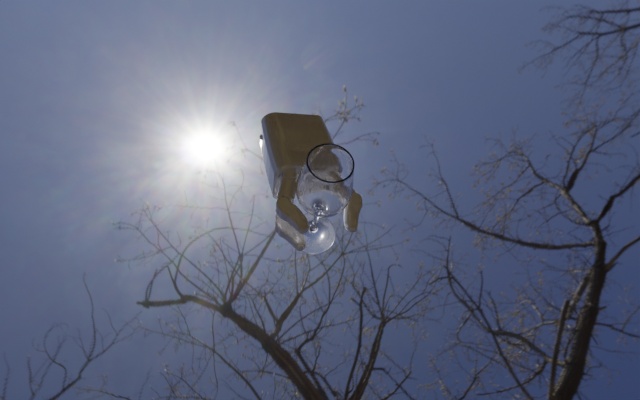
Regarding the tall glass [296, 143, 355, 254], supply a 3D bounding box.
[{"bbox_3d":[0.000,0.003,0.689,0.079,0.079,0.201,0,-30,-9],"label":"tall glass"}]
